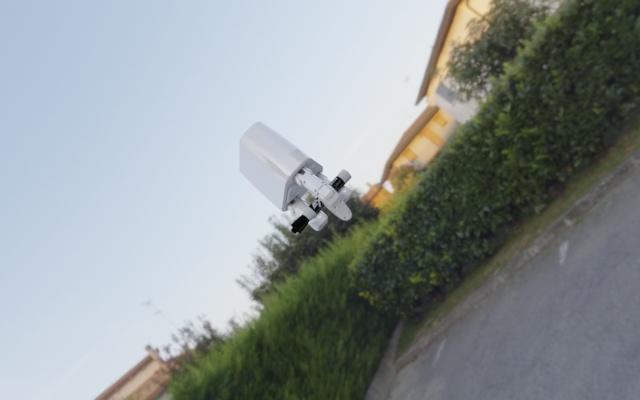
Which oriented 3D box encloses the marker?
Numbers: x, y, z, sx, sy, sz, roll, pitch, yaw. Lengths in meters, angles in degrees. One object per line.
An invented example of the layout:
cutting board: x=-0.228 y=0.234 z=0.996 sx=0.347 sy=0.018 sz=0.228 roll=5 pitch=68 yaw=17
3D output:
marker: x=0.000 y=0.002 z=0.701 sx=0.020 sy=0.121 sz=0.020 roll=40 pitch=-13 yaw=11
